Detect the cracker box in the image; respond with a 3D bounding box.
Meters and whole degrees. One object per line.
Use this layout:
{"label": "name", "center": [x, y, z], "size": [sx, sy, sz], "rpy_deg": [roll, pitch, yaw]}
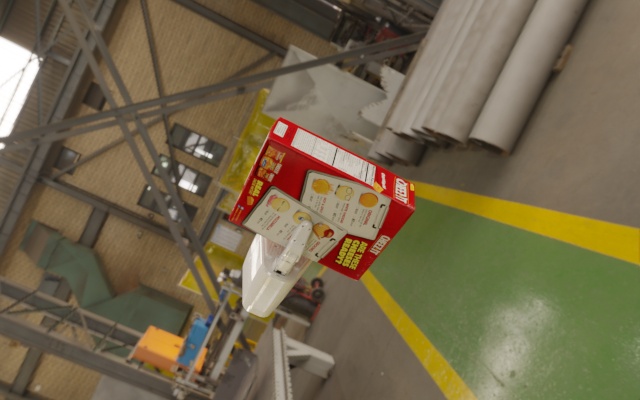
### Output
{"label": "cracker box", "center": [0.000, 0.002, 0.674], "size": [0.214, 0.164, 0.072], "rpy_deg": [25, 38, -8]}
